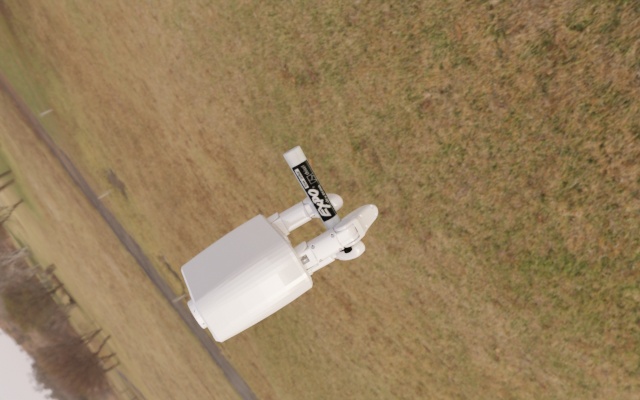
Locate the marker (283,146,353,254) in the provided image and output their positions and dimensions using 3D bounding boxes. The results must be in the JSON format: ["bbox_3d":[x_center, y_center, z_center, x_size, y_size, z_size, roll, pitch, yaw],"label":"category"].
[{"bbox_3d":[0.000,0.002,0.484,0.020,0.121,0.020,-29,11,6],"label":"marker"}]
